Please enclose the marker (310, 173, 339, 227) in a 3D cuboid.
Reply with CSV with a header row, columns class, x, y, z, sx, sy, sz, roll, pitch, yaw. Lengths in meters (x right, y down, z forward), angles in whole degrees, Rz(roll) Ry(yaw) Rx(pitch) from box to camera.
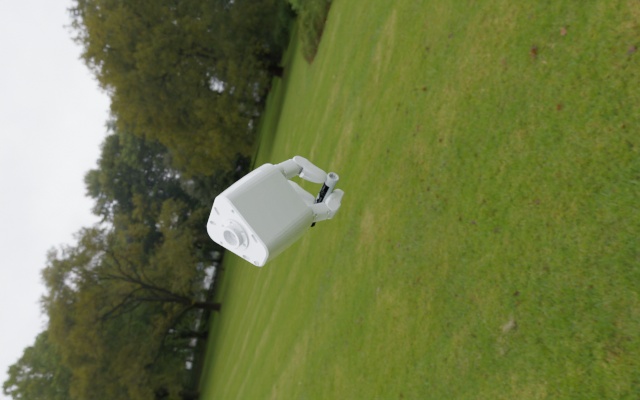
class,x,y,z,sx,sy,sz,roll,pitch,yaw
marker,0.000,0.003,0.783,0.020,0.020,0.121,0,-41,-27
